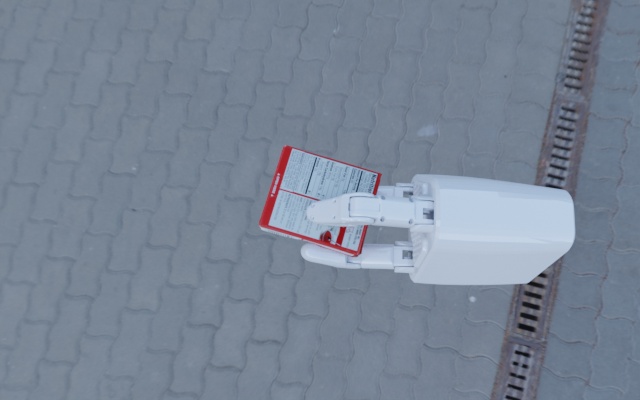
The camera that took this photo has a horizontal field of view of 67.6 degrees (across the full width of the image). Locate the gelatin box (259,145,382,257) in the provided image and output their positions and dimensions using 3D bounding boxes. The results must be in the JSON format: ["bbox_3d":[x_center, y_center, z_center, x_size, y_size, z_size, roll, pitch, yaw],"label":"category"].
[{"bbox_3d":[0.000,0.001,0.408,0.089,0.073,0.030,17,-11,-2],"label":"gelatin box"}]
